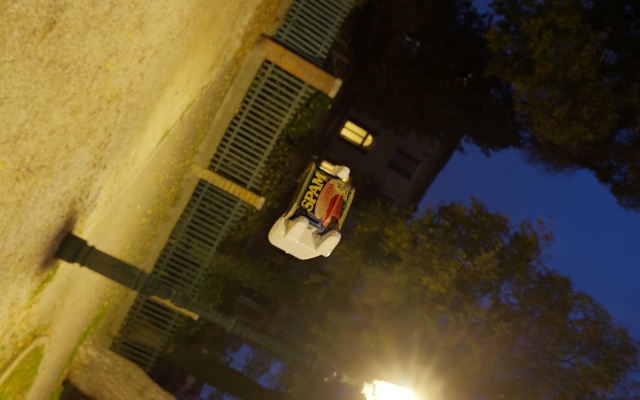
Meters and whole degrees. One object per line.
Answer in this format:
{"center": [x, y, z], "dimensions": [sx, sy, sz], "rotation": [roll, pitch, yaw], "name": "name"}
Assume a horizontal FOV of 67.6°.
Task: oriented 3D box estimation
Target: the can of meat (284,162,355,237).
{"center": [0.000, 0.003, 0.780], "dimensions": [0.084, 0.102, 0.057], "rotation": [29, -25, -10], "name": "can of meat"}
